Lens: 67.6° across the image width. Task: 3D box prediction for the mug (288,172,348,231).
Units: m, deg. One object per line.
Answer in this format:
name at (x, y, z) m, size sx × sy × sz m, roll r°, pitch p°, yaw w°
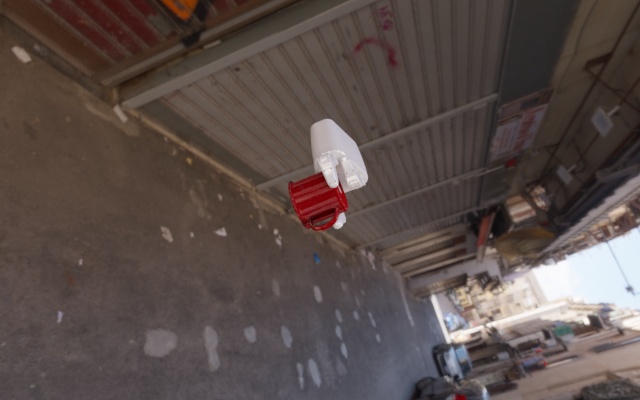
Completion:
mug at (0.001, 0.004, 0.844) m, size 0.081 × 0.117 × 0.093 m, roll -21°, pitch -44°, yaw 11°
